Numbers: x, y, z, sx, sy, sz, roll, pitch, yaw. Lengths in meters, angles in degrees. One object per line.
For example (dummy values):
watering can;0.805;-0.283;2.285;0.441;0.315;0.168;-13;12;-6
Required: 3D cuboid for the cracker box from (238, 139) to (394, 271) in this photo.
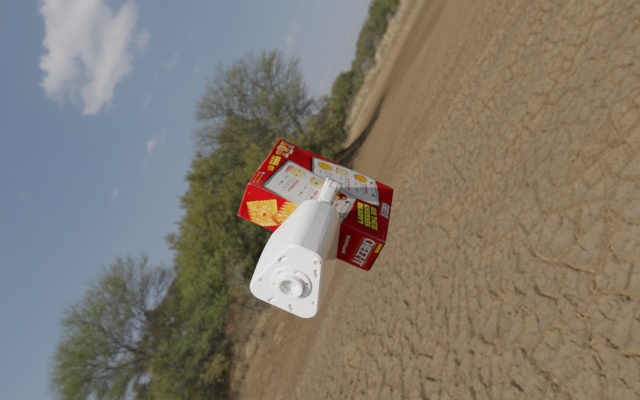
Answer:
cracker box;0.000;0.002;0.755;0.214;0.072;0.164;24;33;-1
